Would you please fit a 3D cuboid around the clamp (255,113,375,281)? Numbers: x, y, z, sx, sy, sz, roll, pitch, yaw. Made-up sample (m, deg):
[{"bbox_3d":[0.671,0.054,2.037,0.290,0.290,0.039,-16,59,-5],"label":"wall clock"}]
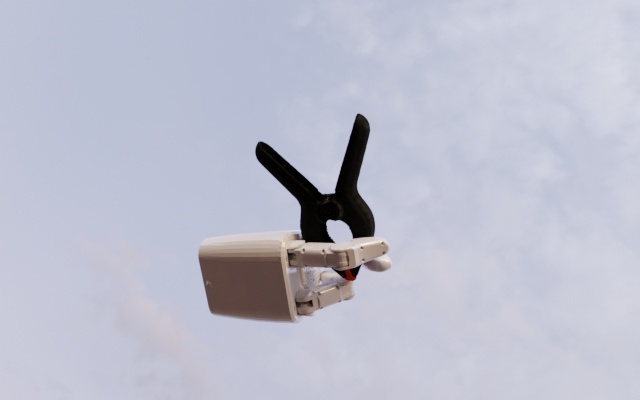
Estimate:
[{"bbox_3d":[0.000,0.002,0.495,0.120,0.171,0.039,-3,15,21],"label":"clamp"}]
